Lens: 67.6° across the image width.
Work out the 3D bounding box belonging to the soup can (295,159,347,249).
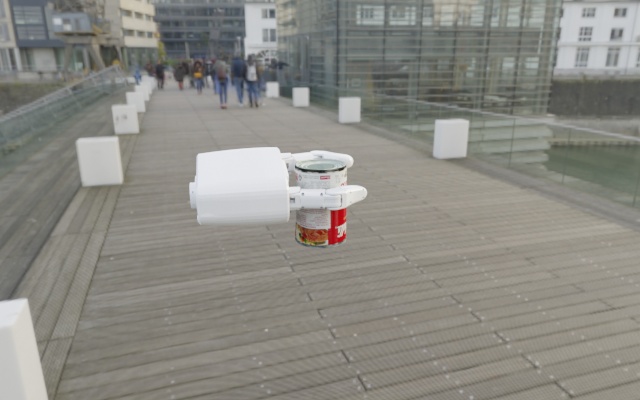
[{"bbox_3d":[0.001,0.002,0.618,0.068,0.102,0.068,0,17,0],"label":"soup can"}]
